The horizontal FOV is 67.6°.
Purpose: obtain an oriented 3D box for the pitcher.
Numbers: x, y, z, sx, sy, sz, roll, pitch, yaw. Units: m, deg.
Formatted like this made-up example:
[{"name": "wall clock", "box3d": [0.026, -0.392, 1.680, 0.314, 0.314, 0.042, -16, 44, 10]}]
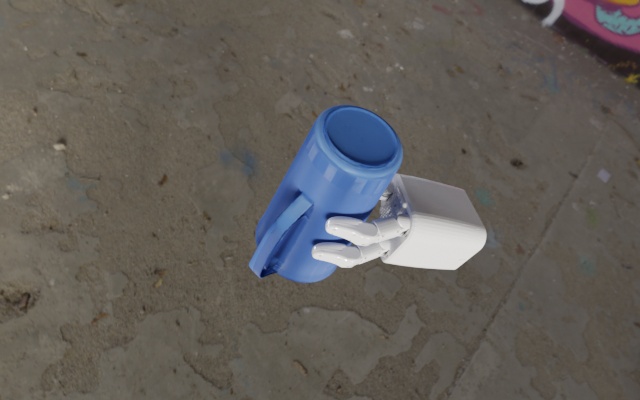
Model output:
[{"name": "pitcher", "box3d": [0.000, 0.002, 0.611, 0.145, 0.149, 0.243, 10, -38, -16]}]
